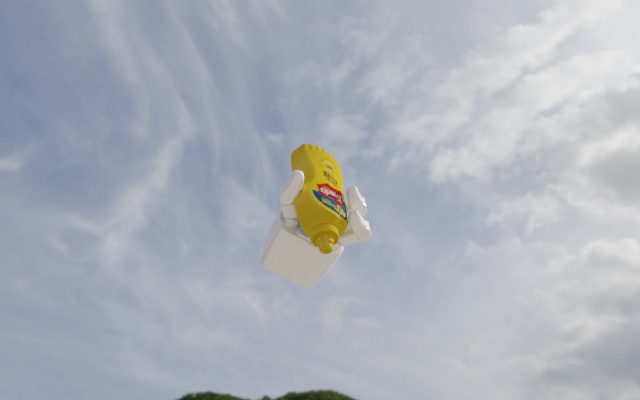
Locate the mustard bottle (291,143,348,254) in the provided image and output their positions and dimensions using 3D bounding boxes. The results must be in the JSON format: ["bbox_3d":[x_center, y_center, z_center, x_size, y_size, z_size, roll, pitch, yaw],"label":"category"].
[{"bbox_3d":[0.000,0.002,0.731,0.058,0.191,0.096,-34,-50,26],"label":"mustard bottle"}]
